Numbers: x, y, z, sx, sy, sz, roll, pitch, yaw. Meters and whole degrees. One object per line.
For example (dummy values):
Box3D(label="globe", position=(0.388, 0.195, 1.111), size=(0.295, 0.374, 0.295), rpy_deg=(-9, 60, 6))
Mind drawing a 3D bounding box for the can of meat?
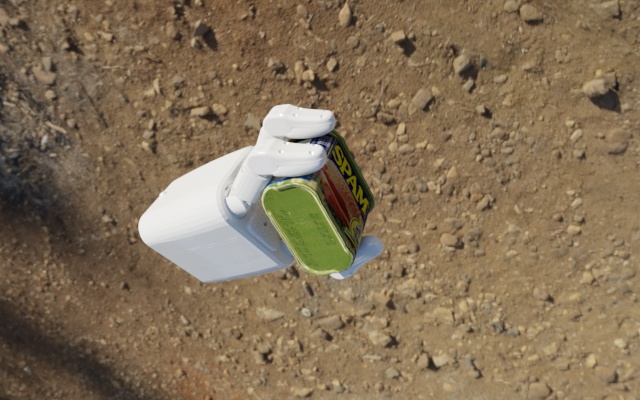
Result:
Box3D(label="can of meat", position=(0.000, 0.002, 0.414), size=(0.057, 0.102, 0.084), rpy_deg=(-15, 31, 28))
